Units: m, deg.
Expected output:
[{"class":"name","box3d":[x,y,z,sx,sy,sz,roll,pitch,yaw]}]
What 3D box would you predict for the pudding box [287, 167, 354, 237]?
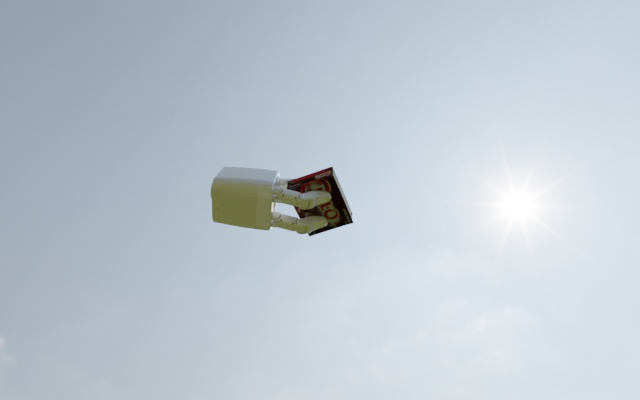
[{"class":"pudding box","box3d":[0.000,0.003,0.872,0.090,0.114,0.039,-18,33,13]}]
